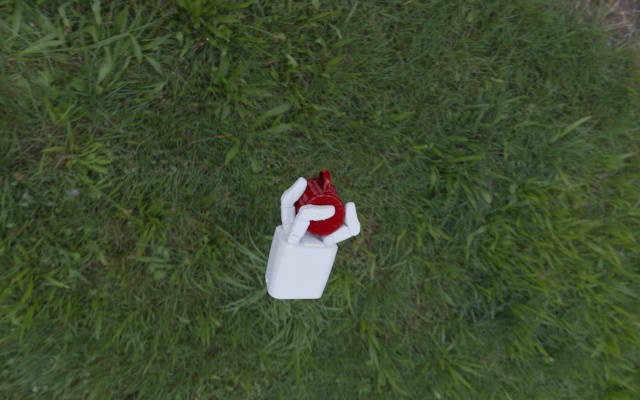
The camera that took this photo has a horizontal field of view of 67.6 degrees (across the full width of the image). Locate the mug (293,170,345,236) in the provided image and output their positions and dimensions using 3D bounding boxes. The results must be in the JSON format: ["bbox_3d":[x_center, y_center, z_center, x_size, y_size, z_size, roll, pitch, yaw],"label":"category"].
[{"bbox_3d":[0.001,0.002,0.866,0.093,0.117,0.081,10,17,-16],"label":"mug"}]
